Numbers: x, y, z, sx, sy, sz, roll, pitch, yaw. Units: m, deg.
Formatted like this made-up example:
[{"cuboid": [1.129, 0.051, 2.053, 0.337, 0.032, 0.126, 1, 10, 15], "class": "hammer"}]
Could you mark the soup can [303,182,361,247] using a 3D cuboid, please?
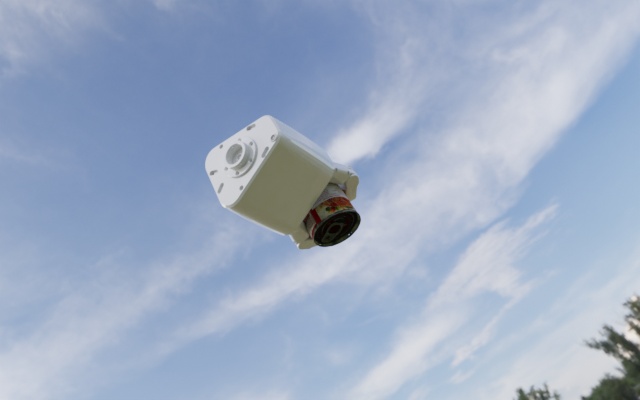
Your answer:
[{"cuboid": [0.000, 0.002, 0.636, 0.068, 0.068, 0.102, 0, 44, -36], "class": "soup can"}]
